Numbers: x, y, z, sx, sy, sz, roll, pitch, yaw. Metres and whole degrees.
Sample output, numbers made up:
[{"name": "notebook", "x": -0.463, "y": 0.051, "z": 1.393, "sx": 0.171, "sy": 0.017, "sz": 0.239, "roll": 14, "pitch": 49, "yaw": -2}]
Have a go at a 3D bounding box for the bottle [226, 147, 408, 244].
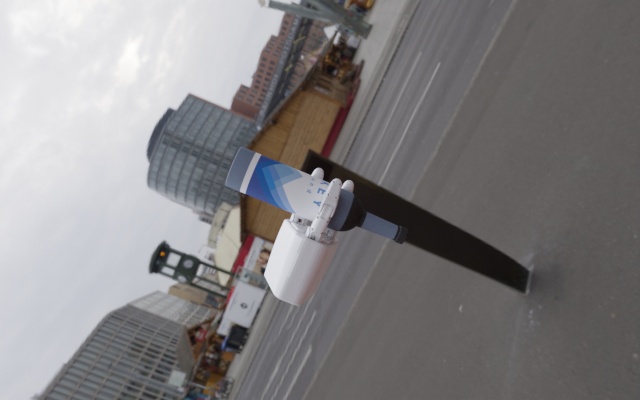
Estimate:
[{"name": "bottle", "x": 0.000, "y": 0.002, "z": 0.758, "sx": 0.296, "sy": 0.069, "sz": 0.069, "roll": 22, "pitch": -2, "yaw": -5}]
